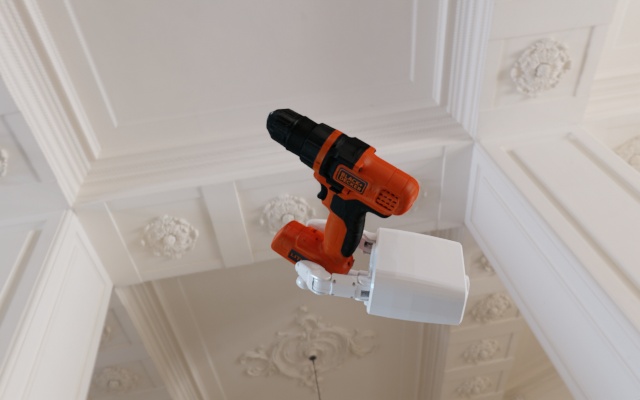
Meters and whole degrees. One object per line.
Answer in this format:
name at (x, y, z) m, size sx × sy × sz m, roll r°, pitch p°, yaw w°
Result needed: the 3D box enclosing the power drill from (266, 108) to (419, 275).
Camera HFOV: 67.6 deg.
power drill at (0.000, 0.002, 0.560) m, size 0.184 × 0.188 × 0.057 m, roll 32°, pitch 43°, yaw 10°
